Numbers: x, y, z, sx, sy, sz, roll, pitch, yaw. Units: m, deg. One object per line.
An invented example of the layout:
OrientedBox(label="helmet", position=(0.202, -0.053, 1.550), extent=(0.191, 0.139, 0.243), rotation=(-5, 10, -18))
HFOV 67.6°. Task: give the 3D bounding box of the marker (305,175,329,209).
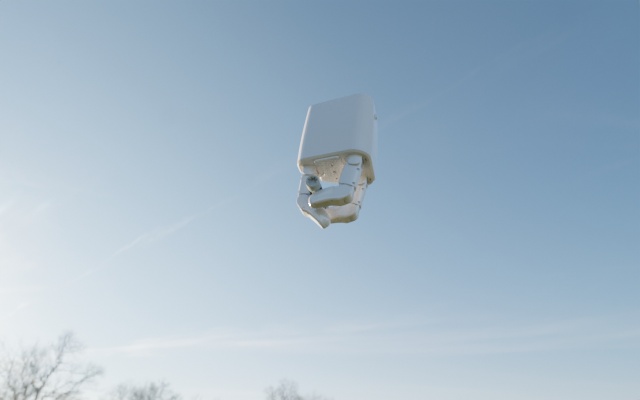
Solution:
OrientedBox(label="marker", position=(0.000, 0.002, 0.685), extent=(0.020, 0.020, 0.121), rotation=(0, -28, 12))
